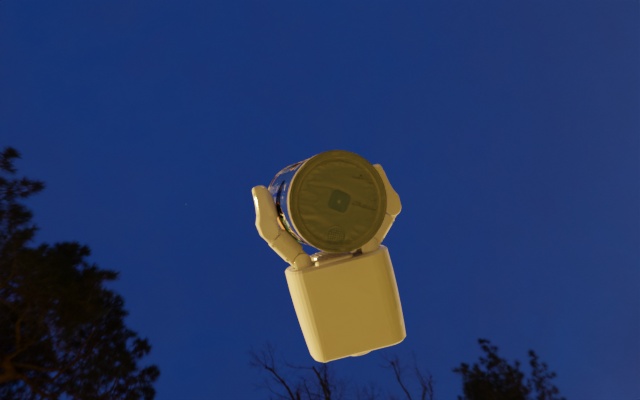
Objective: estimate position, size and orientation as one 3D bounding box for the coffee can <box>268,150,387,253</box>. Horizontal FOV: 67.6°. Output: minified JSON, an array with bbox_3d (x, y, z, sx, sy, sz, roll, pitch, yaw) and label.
[{"bbox_3d":[0.000,0.002,0.538,0.103,0.103,0.140,0,0,-16],"label":"coffee can"}]
